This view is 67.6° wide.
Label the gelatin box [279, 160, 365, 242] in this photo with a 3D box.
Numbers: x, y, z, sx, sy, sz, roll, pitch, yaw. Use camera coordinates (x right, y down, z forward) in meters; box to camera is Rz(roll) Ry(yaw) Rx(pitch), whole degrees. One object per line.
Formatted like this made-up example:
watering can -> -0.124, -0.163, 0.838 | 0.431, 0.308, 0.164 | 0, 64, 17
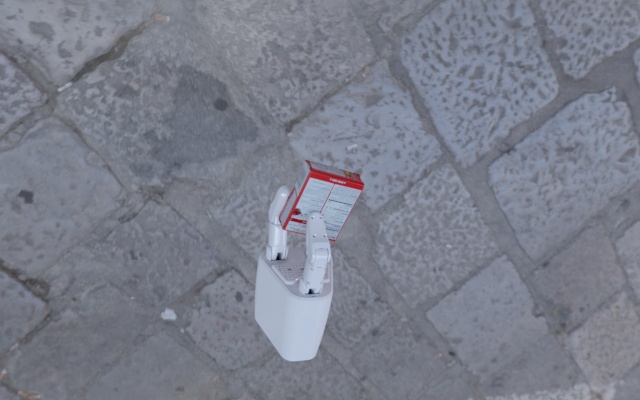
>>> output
gelatin box -> 0.000, 0.002, 0.571 | 0.073, 0.089, 0.030 | 13, 30, -24
